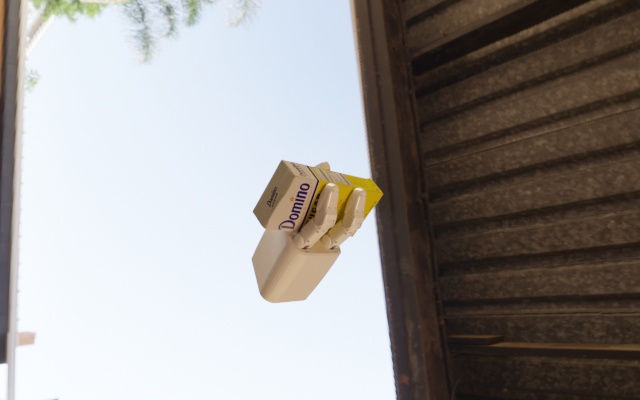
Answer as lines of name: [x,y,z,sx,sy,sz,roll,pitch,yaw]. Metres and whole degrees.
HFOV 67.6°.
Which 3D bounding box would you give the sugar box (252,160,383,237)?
sugar box: [0.000,0.003,0.685,0.176,0.093,0.048,6,35,-44]
